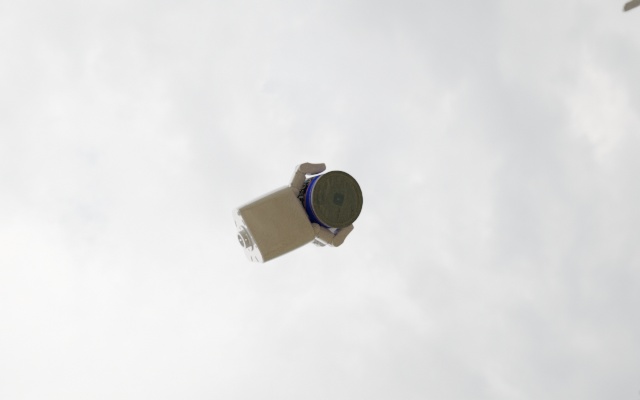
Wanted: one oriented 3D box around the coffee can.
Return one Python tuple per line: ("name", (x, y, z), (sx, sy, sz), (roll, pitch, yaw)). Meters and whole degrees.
("coffee can", (0.000, 0.003, 0.893), (0.103, 0.103, 0.140), (0, -4, -27))
